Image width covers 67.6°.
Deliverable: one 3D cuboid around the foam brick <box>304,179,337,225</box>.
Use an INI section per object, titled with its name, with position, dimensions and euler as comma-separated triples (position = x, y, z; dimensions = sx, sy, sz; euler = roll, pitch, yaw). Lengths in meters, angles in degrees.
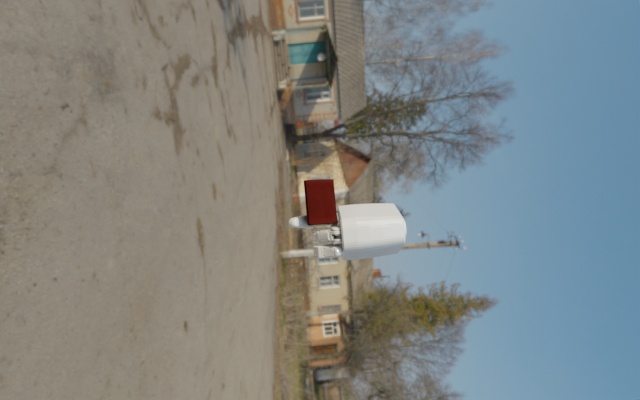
[foam brick]
position = 0.000, 0.002, 0.832
dimensions = 0.051, 0.078, 0.053
euler = -5, -1, 0
